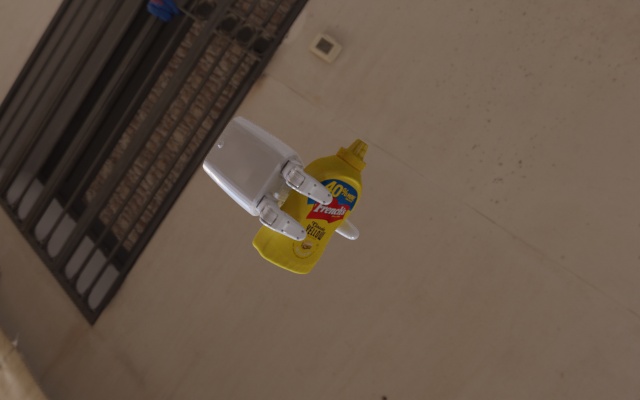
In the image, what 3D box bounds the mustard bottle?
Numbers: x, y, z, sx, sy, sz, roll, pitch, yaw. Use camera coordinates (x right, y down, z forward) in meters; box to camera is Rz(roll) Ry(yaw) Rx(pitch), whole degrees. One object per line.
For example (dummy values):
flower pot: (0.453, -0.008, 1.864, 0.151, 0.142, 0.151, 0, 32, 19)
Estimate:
mustard bottle: (0.000, 0.002, 0.626, 0.096, 0.191, 0.058, 30, 8, -41)
